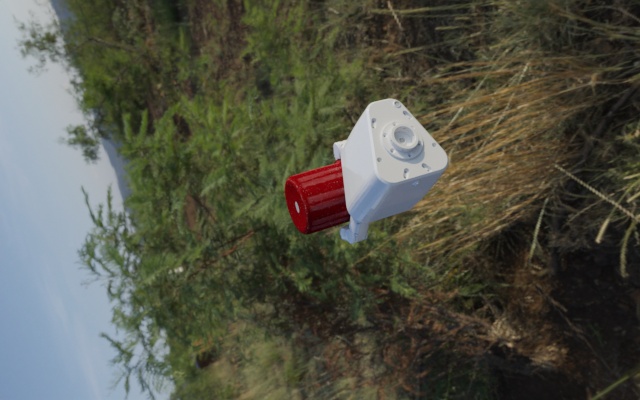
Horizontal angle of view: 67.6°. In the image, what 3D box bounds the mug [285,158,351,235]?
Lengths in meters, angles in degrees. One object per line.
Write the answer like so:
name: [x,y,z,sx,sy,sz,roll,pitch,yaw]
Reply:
mug: [0.000,0.003,0.660,0.081,0.093,0.117,-17,-19,-20]
